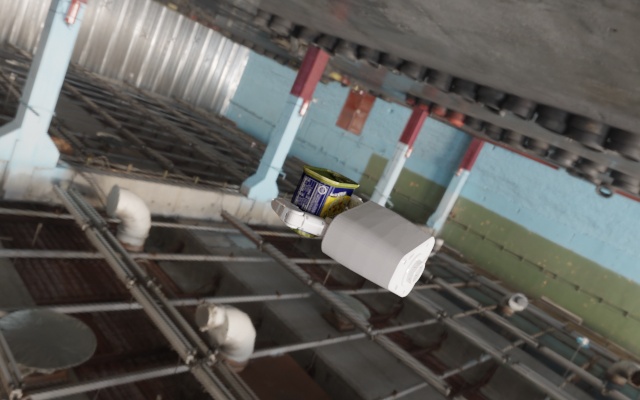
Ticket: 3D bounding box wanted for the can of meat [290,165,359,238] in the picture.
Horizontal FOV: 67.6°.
[{"bbox_3d":[0.000,0.002,0.669,0.057,0.084,0.102,29,12,24],"label":"can of meat"}]
